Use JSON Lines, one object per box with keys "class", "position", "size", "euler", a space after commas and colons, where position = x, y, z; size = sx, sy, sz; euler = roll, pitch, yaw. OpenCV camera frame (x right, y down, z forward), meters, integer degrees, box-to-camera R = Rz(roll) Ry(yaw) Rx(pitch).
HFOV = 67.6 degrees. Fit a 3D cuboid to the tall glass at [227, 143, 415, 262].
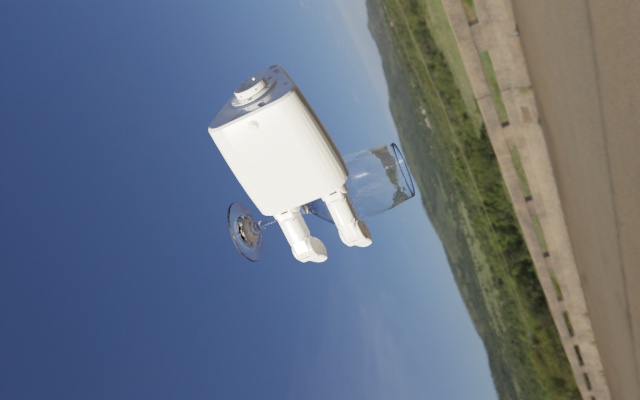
{"class": "tall glass", "position": [0.000, 0.002, 0.533], "size": [0.201, 0.079, 0.079], "euler": [-21, -6, 16]}
